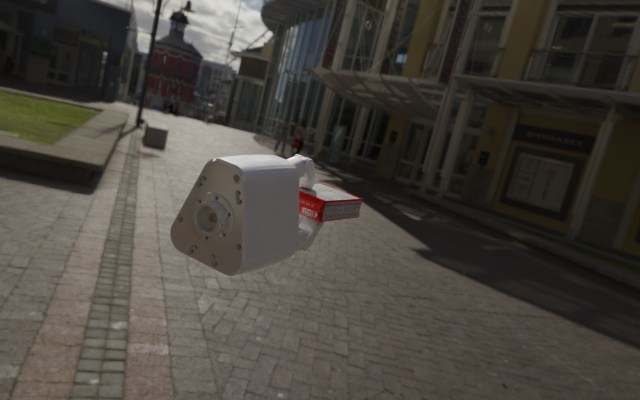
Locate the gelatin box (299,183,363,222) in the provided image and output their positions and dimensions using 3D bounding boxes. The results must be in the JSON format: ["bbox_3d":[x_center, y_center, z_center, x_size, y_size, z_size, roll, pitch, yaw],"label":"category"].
[{"bbox_3d":[0.000,0.002,0.623,0.073,0.030,0.089,21,15,34],"label":"gelatin box"}]
